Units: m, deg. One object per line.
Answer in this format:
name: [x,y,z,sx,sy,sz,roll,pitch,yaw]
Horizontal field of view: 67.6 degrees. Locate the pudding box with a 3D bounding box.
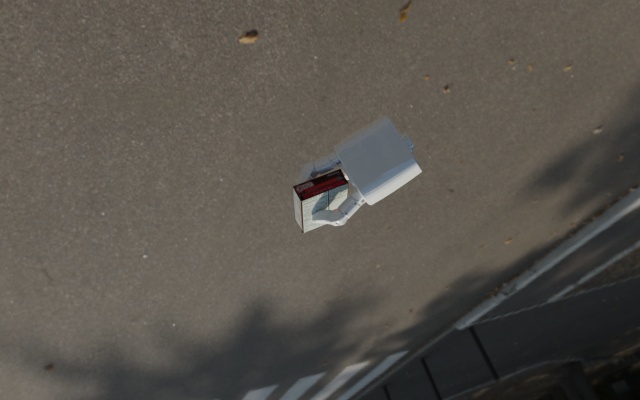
pudding box: [0.000,0.003,0.836,0.090,0.039,0.114,-20,-33,-14]
